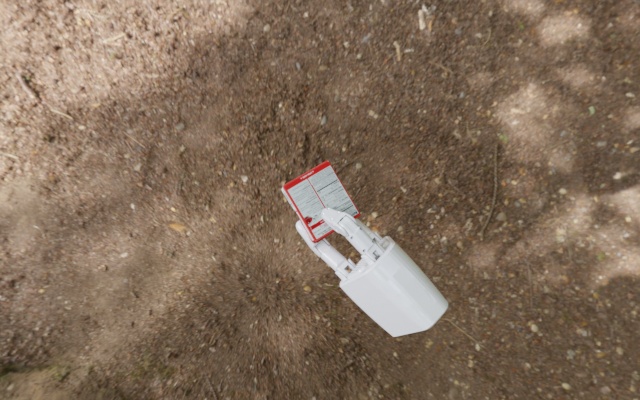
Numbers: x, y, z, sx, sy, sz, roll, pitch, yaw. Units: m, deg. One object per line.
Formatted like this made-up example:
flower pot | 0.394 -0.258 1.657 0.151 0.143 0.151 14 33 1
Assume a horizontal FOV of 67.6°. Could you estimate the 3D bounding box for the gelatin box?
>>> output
gelatin box | 0.000 0.002 0.647 0.073 0.089 0.030 -31 0 -12
